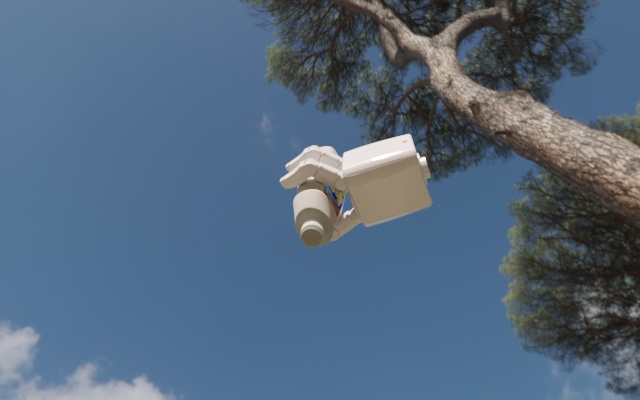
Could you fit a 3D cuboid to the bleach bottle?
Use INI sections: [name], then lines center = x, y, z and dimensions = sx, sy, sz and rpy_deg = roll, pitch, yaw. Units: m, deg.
[bleach bottle]
center = 0.000, 0.002, 0.732
dimensions = 0.068, 0.103, 0.250
rpy_deg = -16, 23, 12
